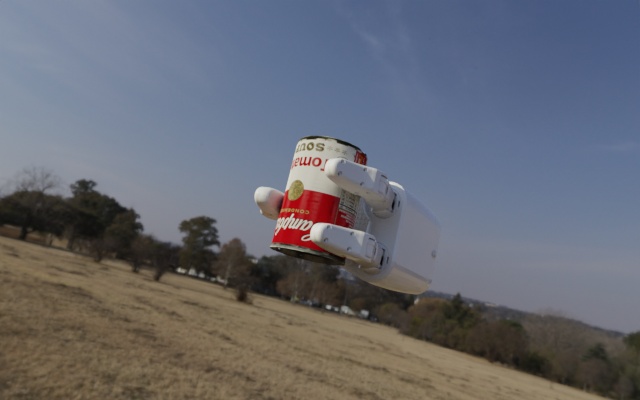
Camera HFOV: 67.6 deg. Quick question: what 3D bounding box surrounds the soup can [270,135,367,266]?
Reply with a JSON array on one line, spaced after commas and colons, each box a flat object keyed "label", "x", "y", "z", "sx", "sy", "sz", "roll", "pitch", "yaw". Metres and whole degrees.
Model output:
[{"label": "soup can", "x": 0.000, "y": 0.001, "z": 0.429, "sx": 0.068, "sy": 0.102, "sz": 0.068, "roll": 13, "pitch": -12, "yaw": 3}]
